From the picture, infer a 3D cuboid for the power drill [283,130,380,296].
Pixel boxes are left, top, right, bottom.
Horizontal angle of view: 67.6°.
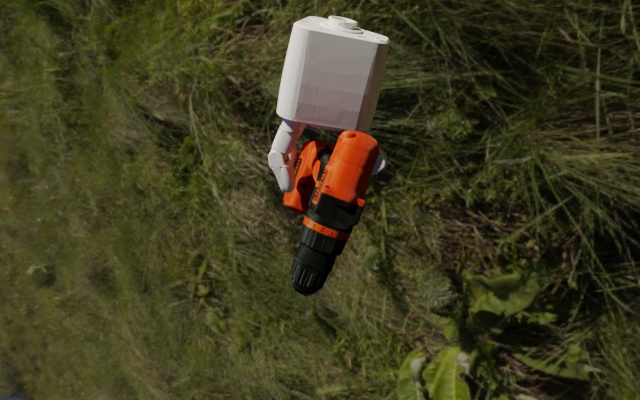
[{"bbox_3d":[0.000,0.002,0.574,0.057,0.184,0.187,21,7,-16],"label":"power drill"}]
